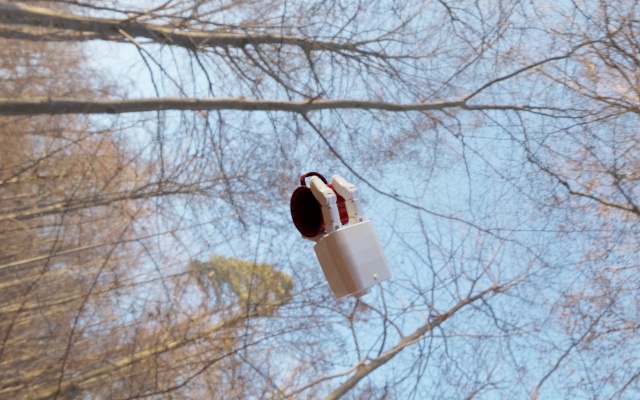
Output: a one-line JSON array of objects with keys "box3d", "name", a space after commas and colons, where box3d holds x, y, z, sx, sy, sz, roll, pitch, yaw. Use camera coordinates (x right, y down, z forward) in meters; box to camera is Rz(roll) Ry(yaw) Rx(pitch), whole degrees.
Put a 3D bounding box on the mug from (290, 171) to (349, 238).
[{"box3d": [0.000, 0.001, 0.864, 0.081, 0.117, 0.093, -12, -14, -39], "name": "mug"}]
